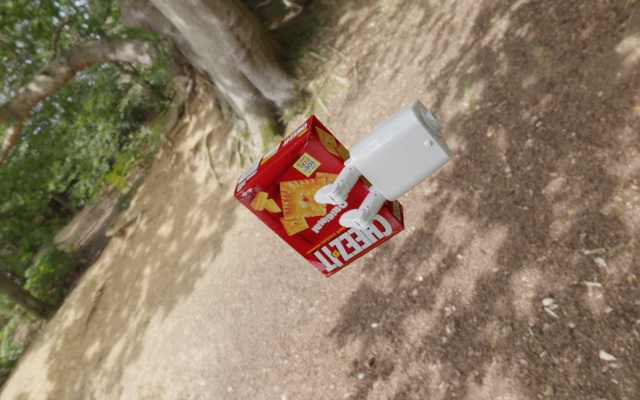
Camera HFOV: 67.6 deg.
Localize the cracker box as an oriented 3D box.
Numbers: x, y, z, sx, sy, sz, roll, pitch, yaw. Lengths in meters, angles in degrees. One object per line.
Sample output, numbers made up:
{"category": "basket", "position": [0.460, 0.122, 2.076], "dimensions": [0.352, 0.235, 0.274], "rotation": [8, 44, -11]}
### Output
{"category": "cracker box", "position": [0.000, 0.002, 0.732], "dimensions": [0.164, 0.214, 0.072], "rotation": [-36, 23, 25]}
